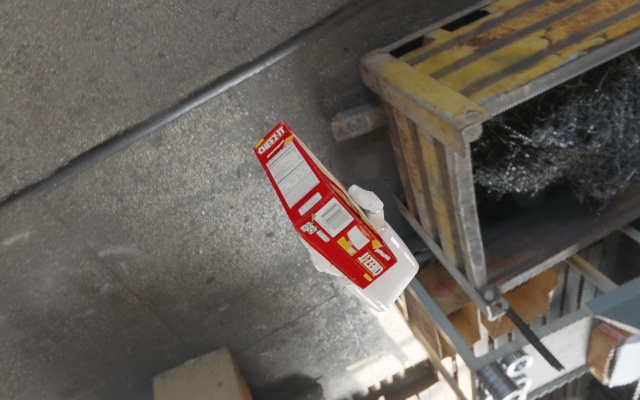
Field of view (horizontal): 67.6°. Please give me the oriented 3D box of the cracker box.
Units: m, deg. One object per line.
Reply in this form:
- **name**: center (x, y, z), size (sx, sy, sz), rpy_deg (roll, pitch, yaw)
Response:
- **cracker box**: center (0.000, 0.002, 0.670), size (0.164, 0.072, 0.213), rpy_deg (45, 7, -37)
